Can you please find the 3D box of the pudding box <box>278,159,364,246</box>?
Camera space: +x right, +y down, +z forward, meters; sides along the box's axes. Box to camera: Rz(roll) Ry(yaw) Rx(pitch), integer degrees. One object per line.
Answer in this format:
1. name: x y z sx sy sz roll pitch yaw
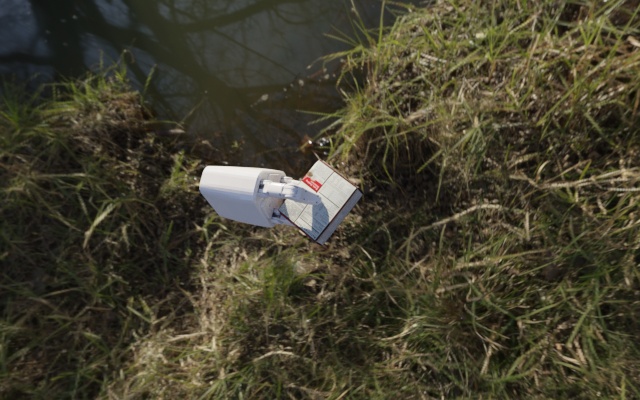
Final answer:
1. pudding box: 0.000 0.002 0.771 0.090 0.113 0.039 39 1 24
